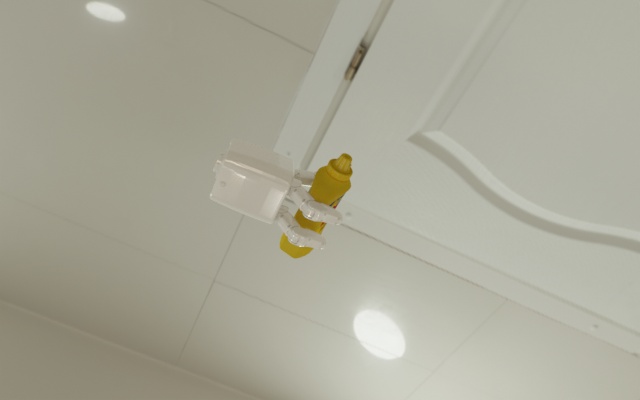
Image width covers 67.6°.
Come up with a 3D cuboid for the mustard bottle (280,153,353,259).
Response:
[{"bbox_3d":[0.000,0.003,0.768,0.058,0.192,0.096,35,34,9],"label":"mustard bottle"}]
